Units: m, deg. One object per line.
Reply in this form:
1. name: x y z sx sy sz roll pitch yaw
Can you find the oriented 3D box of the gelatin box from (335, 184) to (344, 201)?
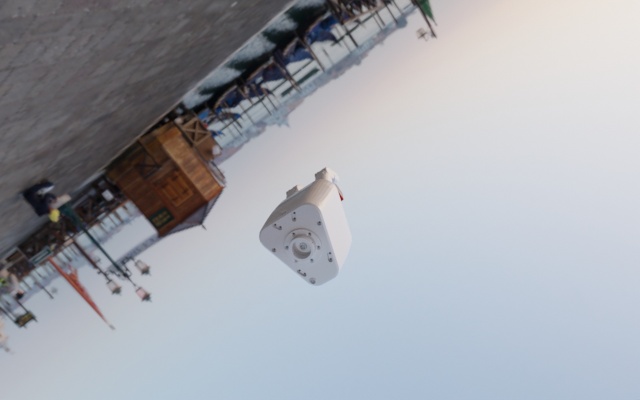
1. gelatin box: 0.000 0.003 0.785 0.073 0.030 0.089 -33 4 5
